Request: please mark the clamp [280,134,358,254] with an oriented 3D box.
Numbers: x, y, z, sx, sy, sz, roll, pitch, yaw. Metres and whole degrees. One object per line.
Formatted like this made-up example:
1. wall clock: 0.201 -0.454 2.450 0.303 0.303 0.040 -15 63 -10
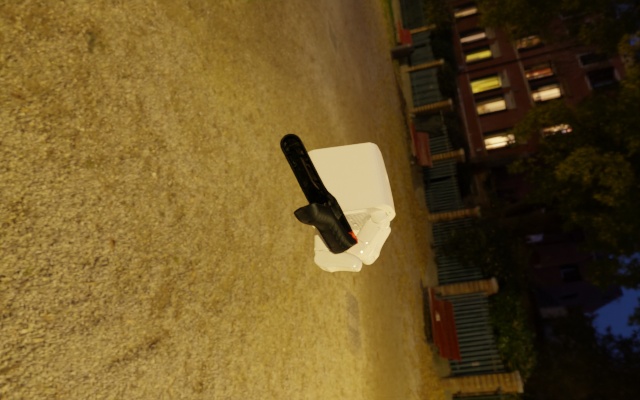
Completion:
1. clamp: 0.001 0.002 0.559 0.039 0.120 0.171 -17 -31 12
